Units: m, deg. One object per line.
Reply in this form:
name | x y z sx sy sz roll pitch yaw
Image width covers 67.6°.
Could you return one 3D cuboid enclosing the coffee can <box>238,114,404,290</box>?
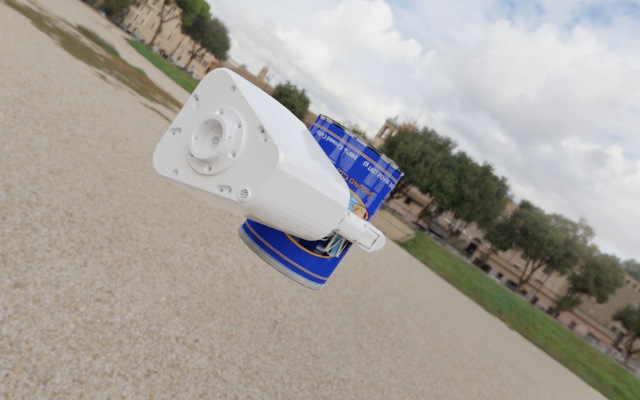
coffee can | 0.000 0.002 0.473 0.103 0.140 0.103 35 3 -2
